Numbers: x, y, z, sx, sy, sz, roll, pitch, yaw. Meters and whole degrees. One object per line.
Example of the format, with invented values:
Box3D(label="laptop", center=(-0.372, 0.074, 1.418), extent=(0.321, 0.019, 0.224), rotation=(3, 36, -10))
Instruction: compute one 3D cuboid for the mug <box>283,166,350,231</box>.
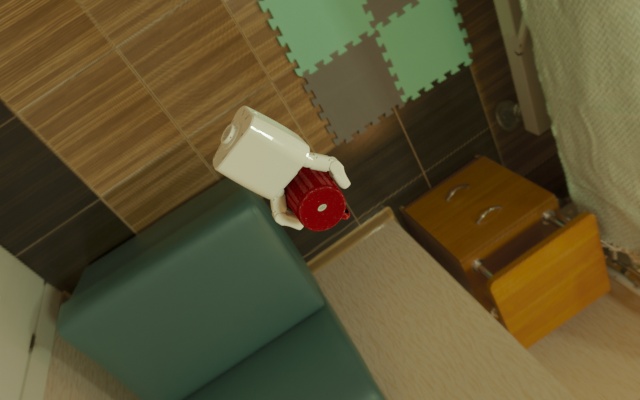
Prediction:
Box3D(label="mug", center=(0.001, 0.003, 0.787), extent=(0.117, 0.093, 0.081), rotation=(28, 13, -29))
